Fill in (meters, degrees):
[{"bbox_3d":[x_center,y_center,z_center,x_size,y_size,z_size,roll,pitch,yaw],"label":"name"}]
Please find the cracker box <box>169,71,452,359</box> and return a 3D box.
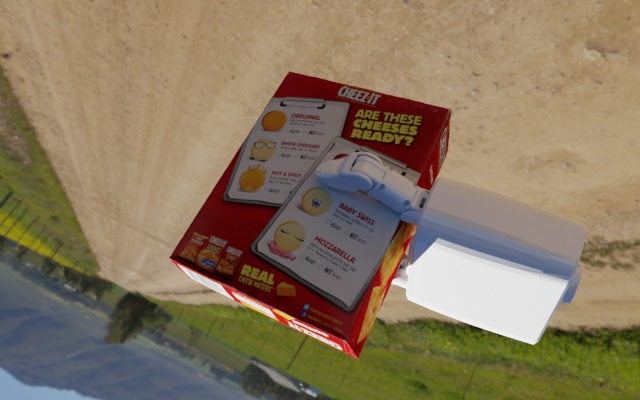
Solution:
[{"bbox_3d":[0.000,0.001,0.420,0.164,0.213,0.072,19,-24,21],"label":"cracker box"}]
